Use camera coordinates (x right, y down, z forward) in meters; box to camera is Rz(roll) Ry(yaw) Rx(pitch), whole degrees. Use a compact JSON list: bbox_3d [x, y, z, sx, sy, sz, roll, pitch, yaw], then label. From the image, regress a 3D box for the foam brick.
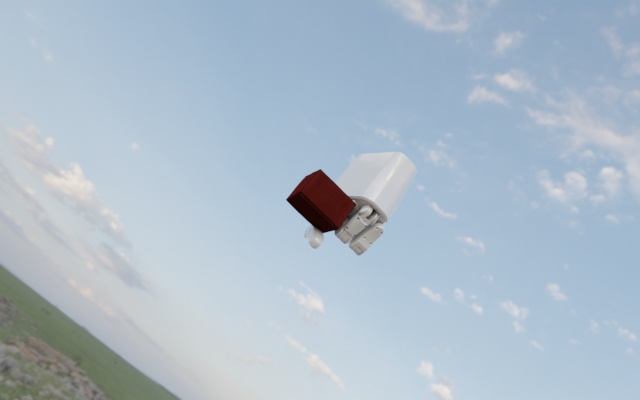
[{"bbox_3d":[0.000,0.002,0.691,0.078,0.051,0.053,44,-26,-14],"label":"foam brick"}]
